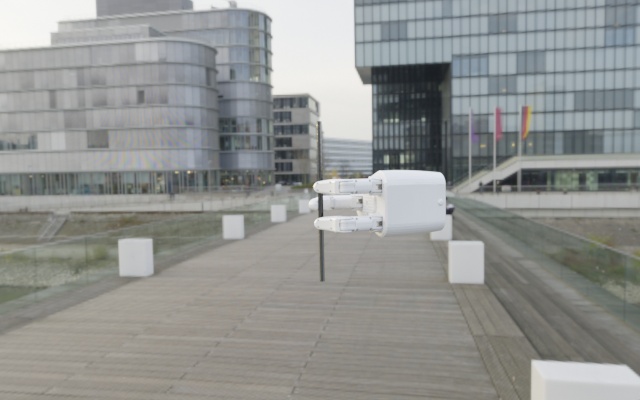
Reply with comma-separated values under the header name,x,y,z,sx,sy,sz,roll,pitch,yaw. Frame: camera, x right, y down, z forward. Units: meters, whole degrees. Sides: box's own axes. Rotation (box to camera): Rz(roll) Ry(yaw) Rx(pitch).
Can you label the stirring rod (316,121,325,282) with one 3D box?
name,x,y,z,sx,sy,sz,roll,pitch,yaw
stirring rod,0.000,0.002,0.718,0.011,0.239,0.011,-1,3,0
